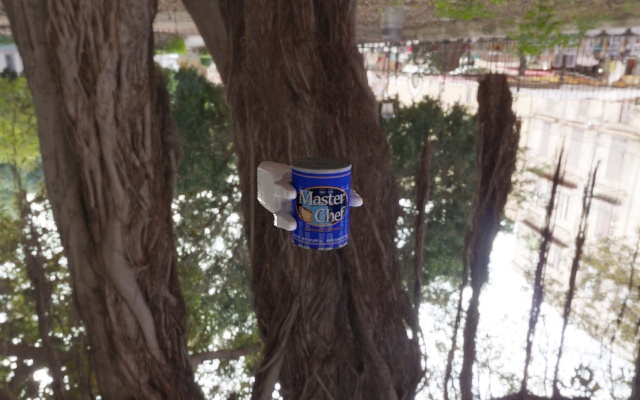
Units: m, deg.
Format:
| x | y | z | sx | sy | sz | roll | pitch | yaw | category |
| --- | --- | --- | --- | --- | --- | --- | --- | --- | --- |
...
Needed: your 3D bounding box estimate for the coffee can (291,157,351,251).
| x | y | z | sx | sy | sz | roll | pitch | yaw | category |
| --- | --- | --- | --- | --- | --- | --- | --- | --- | --- |
| 0.000 | 0.003 | 0.829 | 0.103 | 0.140 | 0.102 | 1 | 17 | 0 | coffee can |
